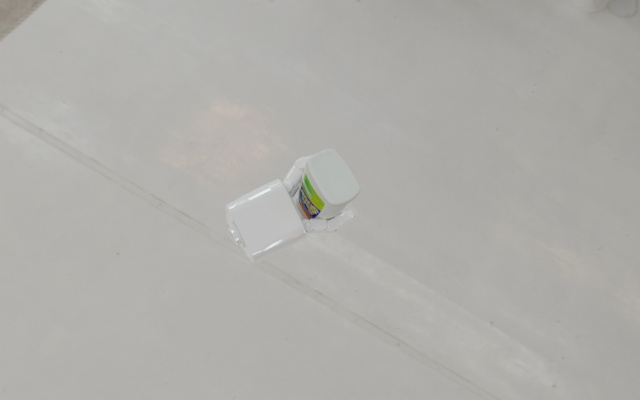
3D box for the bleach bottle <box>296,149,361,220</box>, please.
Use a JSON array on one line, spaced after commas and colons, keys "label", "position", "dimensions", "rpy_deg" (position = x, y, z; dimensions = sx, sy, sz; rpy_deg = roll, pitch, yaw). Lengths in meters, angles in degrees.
[{"label": "bleach bottle", "position": [0.000, 0.003, 0.892], "dimensions": [0.068, 0.102, 0.251], "rpy_deg": [-27, -14, -18]}]
